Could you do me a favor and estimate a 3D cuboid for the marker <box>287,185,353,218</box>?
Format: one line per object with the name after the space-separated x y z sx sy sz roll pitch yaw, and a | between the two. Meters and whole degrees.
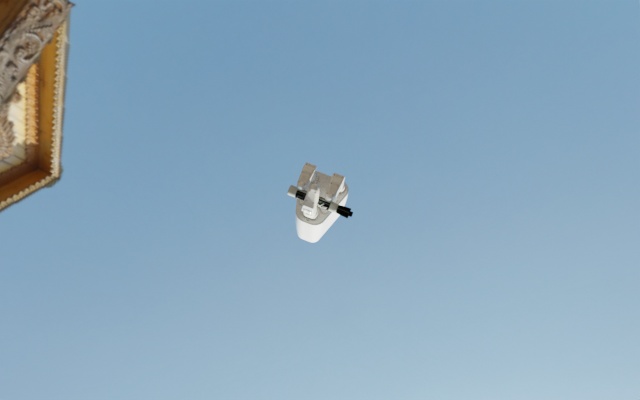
0.000 0.003 0.843 0.121 0.020 0.020 22 3 7 | marker
